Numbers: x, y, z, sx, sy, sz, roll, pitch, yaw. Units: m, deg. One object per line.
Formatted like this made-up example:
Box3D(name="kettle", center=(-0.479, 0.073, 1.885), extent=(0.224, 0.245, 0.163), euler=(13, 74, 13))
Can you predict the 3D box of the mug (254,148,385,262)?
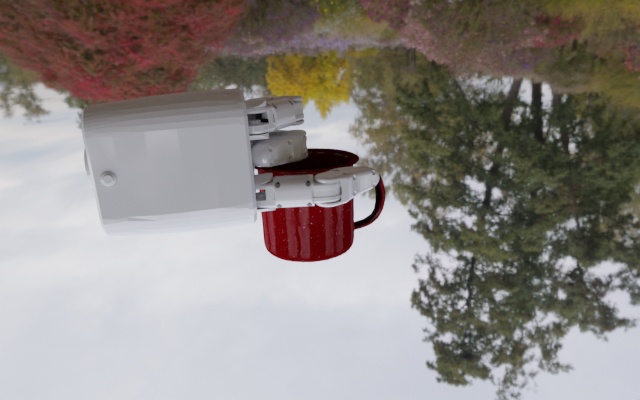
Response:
Box3D(name="mug", center=(0.001, 0.001, 0.424), extent=(0.117, 0.081, 0.093), euler=(-6, 17, -10))
